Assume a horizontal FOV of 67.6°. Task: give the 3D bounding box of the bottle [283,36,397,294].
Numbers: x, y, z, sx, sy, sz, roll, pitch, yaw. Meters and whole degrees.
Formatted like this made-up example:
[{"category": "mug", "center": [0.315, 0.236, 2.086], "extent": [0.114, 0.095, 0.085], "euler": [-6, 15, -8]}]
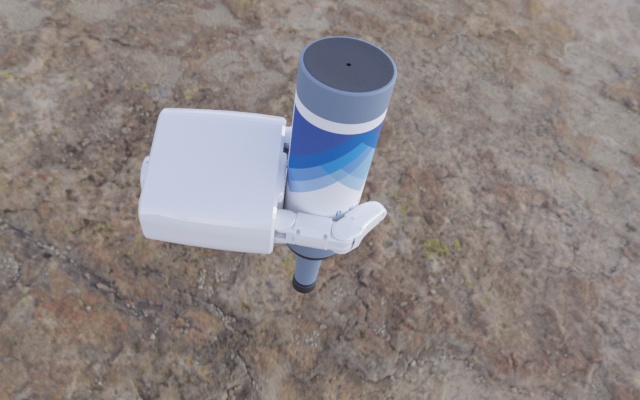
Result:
[{"category": "bottle", "center": [0.000, 0.001, 0.431], "extent": [0.069, 0.069, 0.296], "euler": [0, -39, -10]}]
